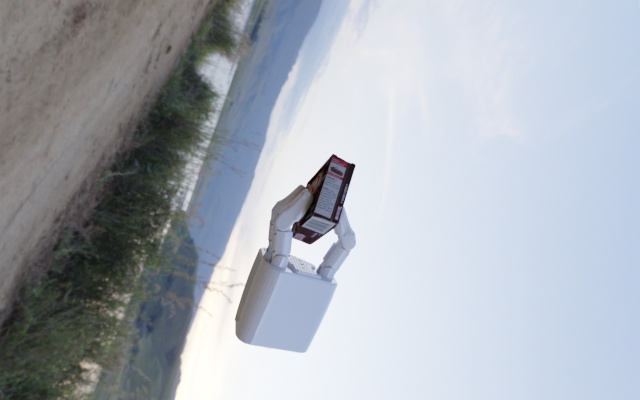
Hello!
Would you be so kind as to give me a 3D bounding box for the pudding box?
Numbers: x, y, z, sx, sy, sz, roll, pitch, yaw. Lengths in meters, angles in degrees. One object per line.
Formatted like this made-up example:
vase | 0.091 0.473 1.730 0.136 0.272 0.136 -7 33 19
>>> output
pudding box | 0.000 0.002 0.631 0.039 0.090 0.113 23 -24 -13
